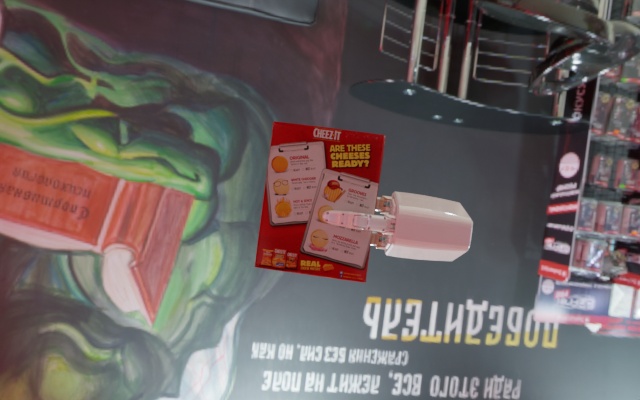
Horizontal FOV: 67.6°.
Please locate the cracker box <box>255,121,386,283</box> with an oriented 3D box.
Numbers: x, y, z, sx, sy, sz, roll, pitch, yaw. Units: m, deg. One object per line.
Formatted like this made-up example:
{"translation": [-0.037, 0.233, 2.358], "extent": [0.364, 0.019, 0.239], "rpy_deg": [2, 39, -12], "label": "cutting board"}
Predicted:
{"translation": [0.000, 0.002, 0.710], "extent": [0.164, 0.213, 0.072], "rpy_deg": [7, 0, 1], "label": "cracker box"}
